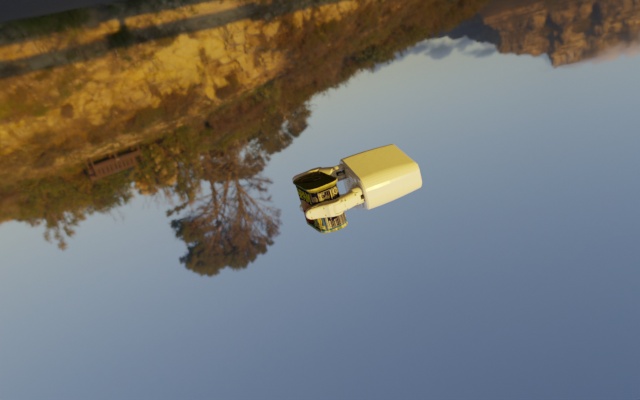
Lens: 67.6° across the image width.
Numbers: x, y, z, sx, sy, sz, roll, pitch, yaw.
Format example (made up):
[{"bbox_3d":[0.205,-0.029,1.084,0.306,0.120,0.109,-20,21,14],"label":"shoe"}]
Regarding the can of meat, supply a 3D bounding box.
[{"bbox_3d":[0.000,0.003,0.828,0.057,0.084,0.102,-22,19,-16],"label":"can of meat"}]
